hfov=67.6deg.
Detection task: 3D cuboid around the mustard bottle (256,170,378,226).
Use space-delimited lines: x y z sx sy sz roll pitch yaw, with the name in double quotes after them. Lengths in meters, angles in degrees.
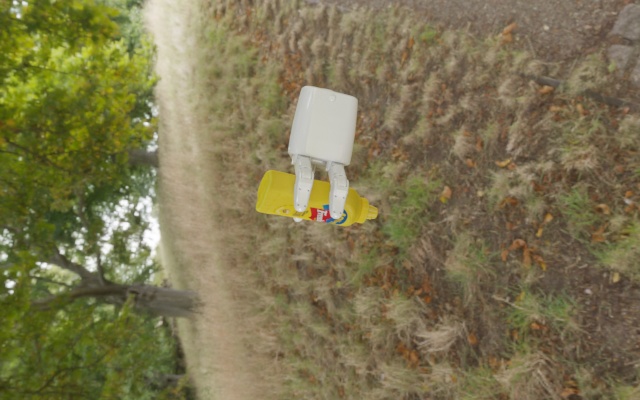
0.000 0.003 0.754 0.191 0.058 0.096 11 -25 -16 "mustard bottle"
